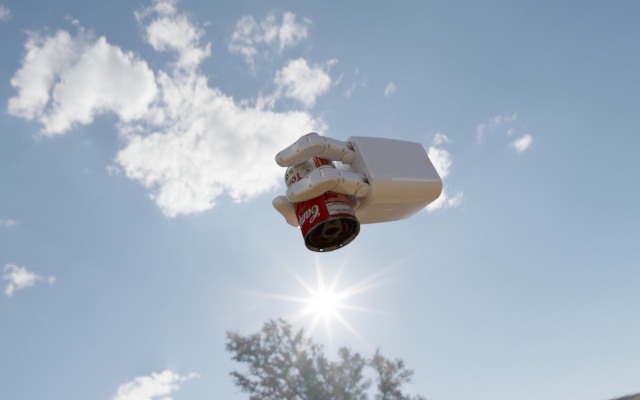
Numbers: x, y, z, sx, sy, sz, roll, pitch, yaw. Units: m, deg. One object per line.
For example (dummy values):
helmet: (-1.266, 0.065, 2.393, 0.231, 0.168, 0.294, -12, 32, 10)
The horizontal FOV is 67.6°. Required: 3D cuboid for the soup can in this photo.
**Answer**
soup can: (0.000, 0.002, 0.576, 0.068, 0.102, 0.069, -13, -36, -10)
